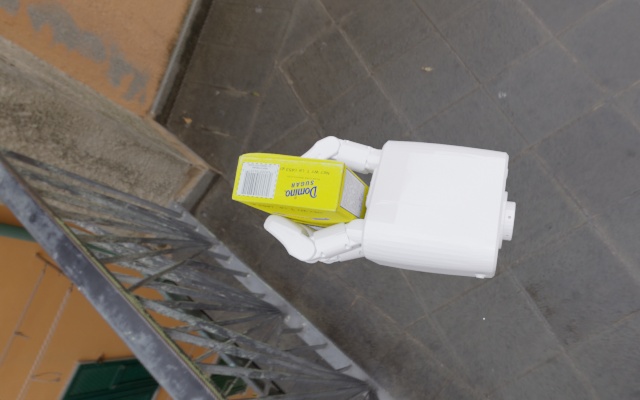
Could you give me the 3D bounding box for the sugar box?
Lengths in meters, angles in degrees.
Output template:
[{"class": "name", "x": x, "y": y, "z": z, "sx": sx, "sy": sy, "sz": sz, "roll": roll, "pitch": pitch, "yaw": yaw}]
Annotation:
[{"class": "sugar box", "x": 0.000, "y": 0.002, "z": 0.453, "sx": 0.093, "sy": 0.048, "sz": 0.176, "roll": 7, "pitch": -11, "yaw": 20}]
